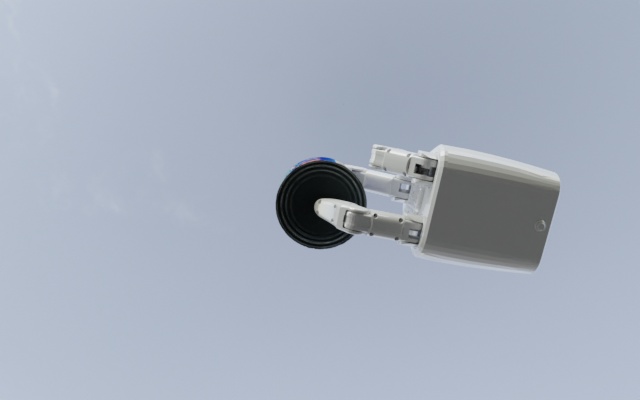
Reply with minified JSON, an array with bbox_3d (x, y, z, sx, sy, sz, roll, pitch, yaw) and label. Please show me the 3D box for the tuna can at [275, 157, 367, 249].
[{"bbox_3d":[0.000,0.001,0.462,0.086,0.086,0.033,0,13,-3],"label":"tuna can"}]
